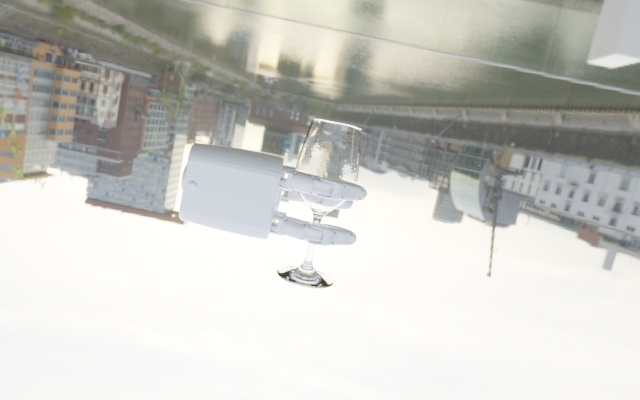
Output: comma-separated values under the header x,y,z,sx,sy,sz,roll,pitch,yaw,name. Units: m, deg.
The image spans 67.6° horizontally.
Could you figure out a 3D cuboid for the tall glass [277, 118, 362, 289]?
x,y,z,sx,sy,sz,roll,pitch,yaw,name
0.000,0.003,0.594,0.079,0.201,0.079,12,9,-2,tall glass
